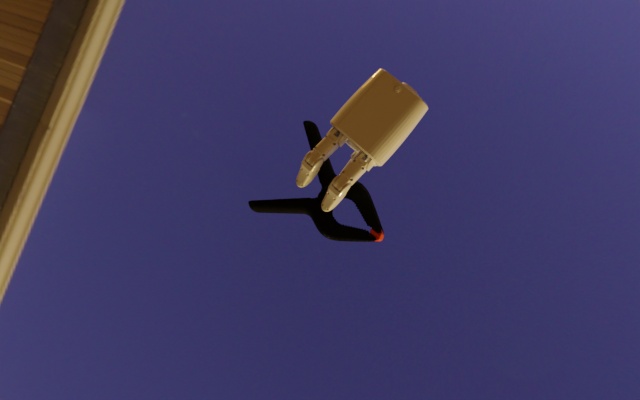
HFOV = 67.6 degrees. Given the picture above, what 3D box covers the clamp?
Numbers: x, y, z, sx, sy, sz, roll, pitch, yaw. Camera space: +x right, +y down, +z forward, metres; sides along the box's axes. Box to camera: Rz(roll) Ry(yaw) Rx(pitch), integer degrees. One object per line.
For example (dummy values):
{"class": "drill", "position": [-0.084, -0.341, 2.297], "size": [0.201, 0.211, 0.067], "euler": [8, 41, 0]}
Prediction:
{"class": "clamp", "position": [0.001, 0.003, 0.716], "size": [0.210, 0.164, 0.036], "euler": [43, 7, 17]}
